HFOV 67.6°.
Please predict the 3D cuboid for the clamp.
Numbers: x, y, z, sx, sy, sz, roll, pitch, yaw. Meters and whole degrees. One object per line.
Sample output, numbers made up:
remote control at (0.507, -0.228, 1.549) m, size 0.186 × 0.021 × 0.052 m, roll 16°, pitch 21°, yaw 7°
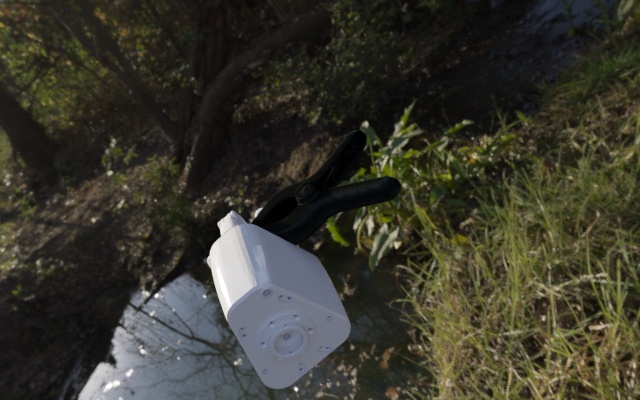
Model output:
clamp at (0.000, 0.001, 0.490) m, size 0.171 × 0.039 × 0.120 m, roll -40°, pitch 29°, yaw 2°
